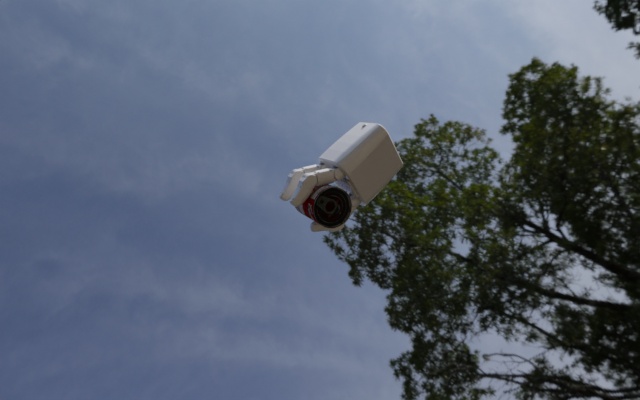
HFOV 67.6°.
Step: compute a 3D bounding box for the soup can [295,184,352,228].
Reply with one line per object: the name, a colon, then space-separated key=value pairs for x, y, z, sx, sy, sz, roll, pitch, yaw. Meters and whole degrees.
soup can: x=0.000 y=0.003 z=0.812 sx=0.068 sy=0.068 sz=0.102 roll=0 pitch=11 yaw=-24
